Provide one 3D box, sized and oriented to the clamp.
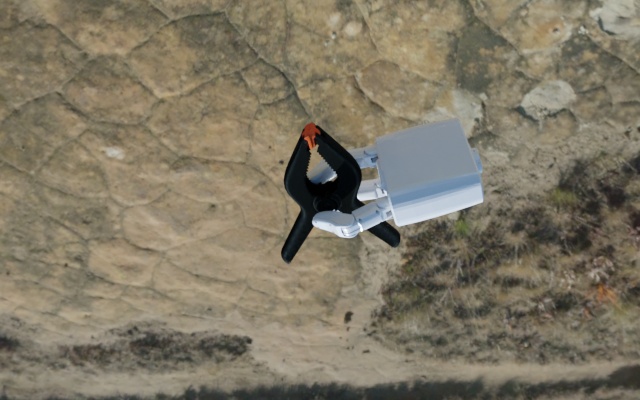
[{"bbox_3d":[0.000,0.002,0.601,0.164,0.210,0.036,-16,38,11],"label":"clamp"}]
